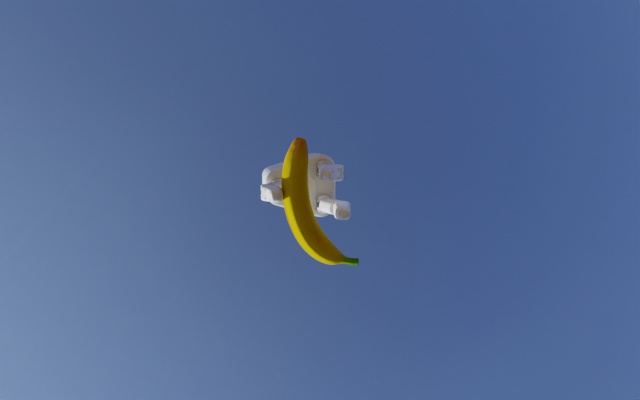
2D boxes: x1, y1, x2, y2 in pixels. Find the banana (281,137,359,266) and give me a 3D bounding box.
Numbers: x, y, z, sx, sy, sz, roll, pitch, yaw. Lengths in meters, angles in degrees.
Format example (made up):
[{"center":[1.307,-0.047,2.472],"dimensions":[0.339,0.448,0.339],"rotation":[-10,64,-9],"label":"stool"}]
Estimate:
[{"center":[-0.015,0.013,0.667],"dimensions":[0.069,0.198,0.037],"rotation":[-25,11,-1],"label":"banana"}]
